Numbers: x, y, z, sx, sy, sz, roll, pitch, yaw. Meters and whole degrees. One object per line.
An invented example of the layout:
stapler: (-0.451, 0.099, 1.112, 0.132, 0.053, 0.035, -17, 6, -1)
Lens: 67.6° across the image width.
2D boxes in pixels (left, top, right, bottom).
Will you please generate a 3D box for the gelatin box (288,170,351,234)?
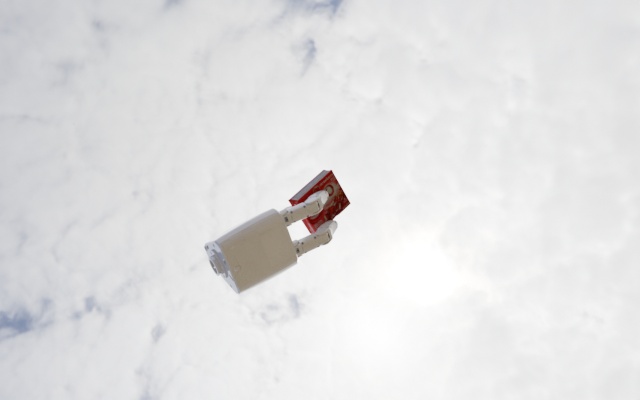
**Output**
gelatin box: (0.000, 0.002, 0.803, 0.089, 0.073, 0.030, -42, 26, -24)
